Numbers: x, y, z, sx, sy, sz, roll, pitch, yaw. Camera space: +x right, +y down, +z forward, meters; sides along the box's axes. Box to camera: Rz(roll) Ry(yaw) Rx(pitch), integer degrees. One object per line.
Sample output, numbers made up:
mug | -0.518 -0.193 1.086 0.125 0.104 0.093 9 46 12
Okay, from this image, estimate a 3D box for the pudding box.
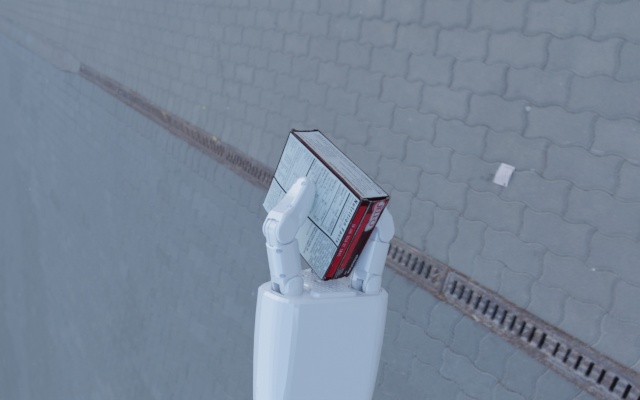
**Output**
pudding box | 0.000 0.001 0.428 0.039 0.090 0.113 -5 40 -43
